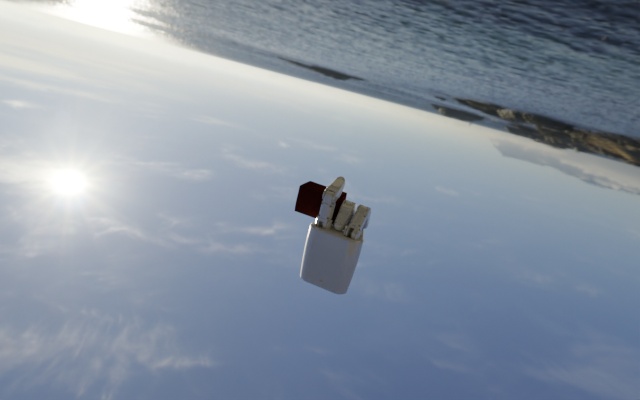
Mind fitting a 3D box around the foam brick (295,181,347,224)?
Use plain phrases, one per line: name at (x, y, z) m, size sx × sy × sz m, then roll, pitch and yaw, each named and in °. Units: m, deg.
foam brick at (0.000, 0.003, 0.873) m, size 0.078 × 0.051 × 0.053 m, roll 19°, pitch 18°, yaw 19°
